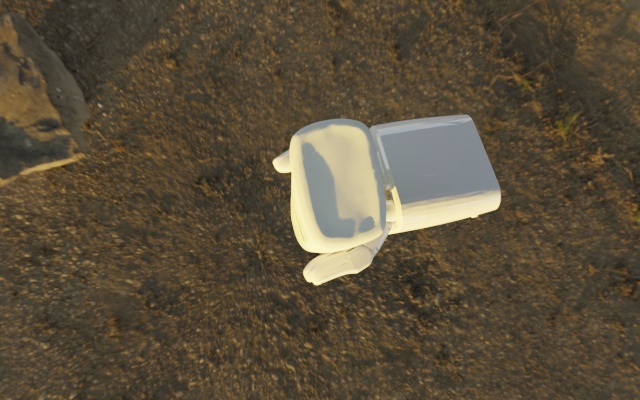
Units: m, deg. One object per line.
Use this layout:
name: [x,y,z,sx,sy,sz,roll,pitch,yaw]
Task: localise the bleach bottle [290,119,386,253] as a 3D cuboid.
bleach bottle: [0.000,0.002,0.481,0.068,0.102,0.251,-10,-5,-8]
